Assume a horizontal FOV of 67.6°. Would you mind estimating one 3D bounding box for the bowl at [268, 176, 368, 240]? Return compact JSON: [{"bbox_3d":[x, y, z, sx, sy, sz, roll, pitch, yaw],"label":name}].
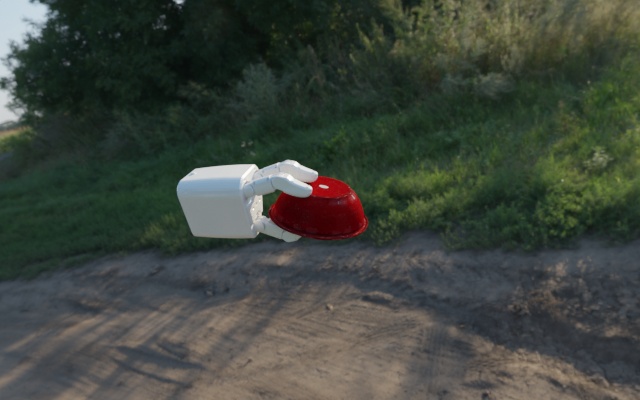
[{"bbox_3d":[0.001,0.002,0.761,0.162,0.055,0.162,7,23,-3],"label":"bowl"}]
